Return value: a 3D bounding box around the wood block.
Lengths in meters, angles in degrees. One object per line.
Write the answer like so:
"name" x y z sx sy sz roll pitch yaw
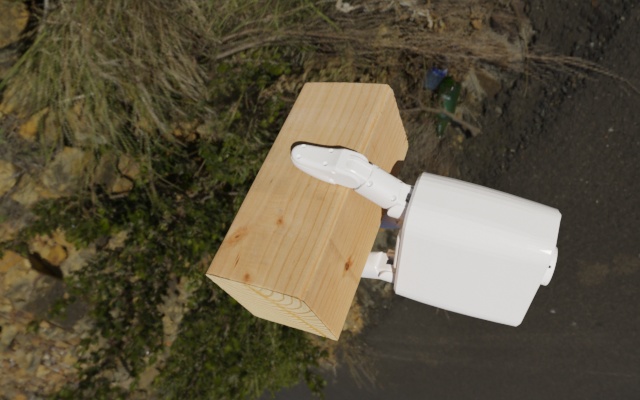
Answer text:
"wood block" 0.000 0.001 0.425 0.090 0.206 0.091 9 -29 28
